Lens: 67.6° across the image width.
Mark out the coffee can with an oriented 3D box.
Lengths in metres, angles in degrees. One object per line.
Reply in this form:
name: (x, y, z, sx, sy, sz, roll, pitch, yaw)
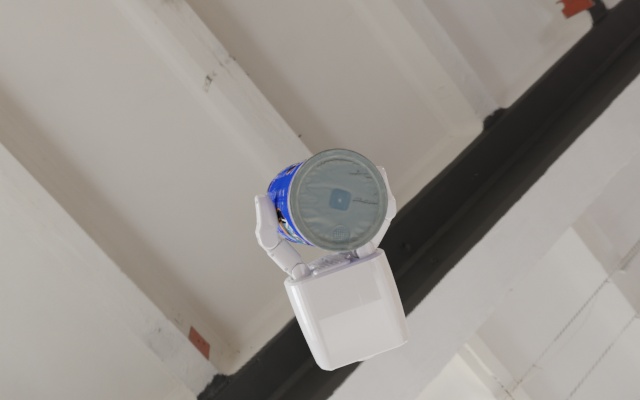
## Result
coffee can: (0.000, 0.002, 0.534, 0.103, 0.103, 0.140, 0, -2, -16)
